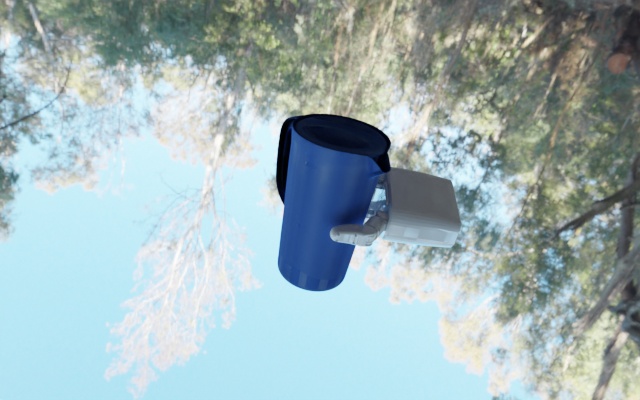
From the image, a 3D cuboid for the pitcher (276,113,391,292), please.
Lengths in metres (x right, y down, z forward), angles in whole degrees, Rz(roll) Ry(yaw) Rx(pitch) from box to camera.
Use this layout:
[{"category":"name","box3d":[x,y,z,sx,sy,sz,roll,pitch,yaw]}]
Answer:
[{"category":"pitcher","box3d":[0.000,0.002,0.689,0.145,0.243,0.149,9,29,-7]}]
